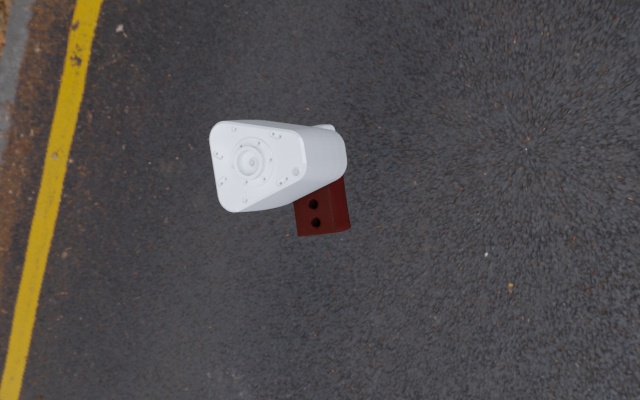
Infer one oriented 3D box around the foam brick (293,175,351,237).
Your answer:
[{"bbox_3d":[0.000,0.002,0.583,0.053,0.078,0.051,-8,3,23],"label":"foam brick"}]
